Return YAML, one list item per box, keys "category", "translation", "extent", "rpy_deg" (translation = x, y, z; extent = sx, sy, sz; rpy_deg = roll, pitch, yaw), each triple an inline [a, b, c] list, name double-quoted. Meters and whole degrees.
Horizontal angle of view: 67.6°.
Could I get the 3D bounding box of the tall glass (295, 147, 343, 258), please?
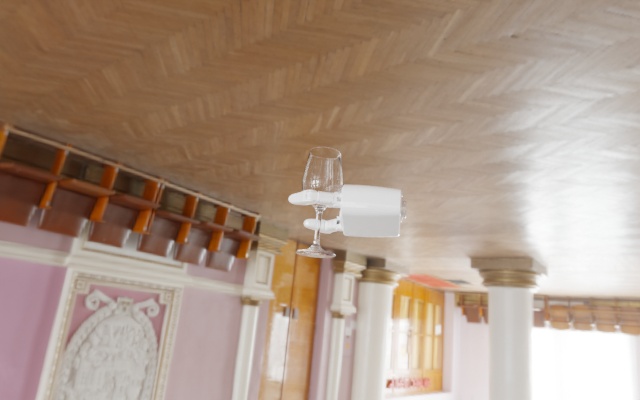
- category: "tall glass"
  translation: [0.000, 0.004, 0.900]
  extent: [0.079, 0.201, 0.079]
  rpy_deg: [5, -15, 1]
